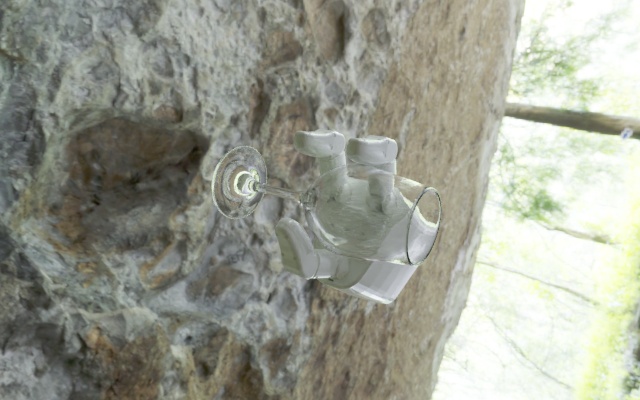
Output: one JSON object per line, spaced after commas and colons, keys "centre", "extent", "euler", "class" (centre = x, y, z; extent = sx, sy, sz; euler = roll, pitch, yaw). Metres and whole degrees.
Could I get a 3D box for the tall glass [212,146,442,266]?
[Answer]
{"centre": [-0.001, 0.001, 0.420], "extent": [0.201, 0.079, 0.079], "euler": [14, 8, 35], "class": "tall glass"}
